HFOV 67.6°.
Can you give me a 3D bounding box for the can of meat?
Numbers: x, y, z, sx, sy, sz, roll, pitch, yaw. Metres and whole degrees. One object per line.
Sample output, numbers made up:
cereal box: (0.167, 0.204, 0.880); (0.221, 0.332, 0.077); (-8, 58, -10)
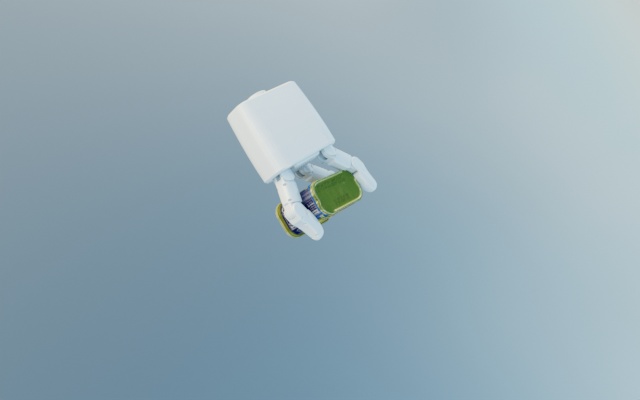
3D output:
can of meat: (0.000, 0.002, 0.688); (0.084, 0.057, 0.102); (-33, -4, 43)
